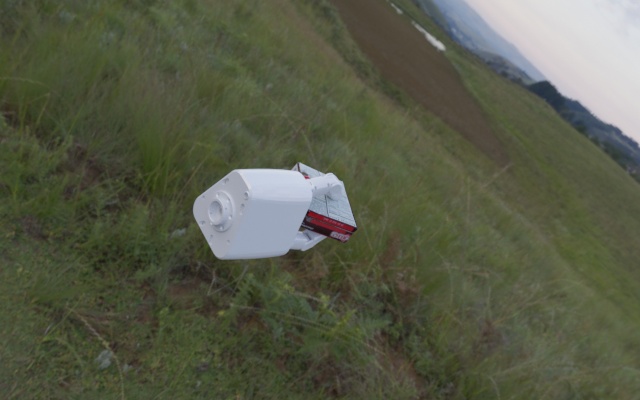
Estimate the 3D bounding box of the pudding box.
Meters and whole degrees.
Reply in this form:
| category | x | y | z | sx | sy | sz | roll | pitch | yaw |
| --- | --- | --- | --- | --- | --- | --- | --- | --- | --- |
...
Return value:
| category | x | y | z | sx | sy | sz | roll | pitch | yaw |
| --- | --- | --- | --- | --- | --- | --- | --- | --- | --- |
| pudding box | 0.000 | 0.002 | 0.708 | 0.090 | 0.113 | 0.039 | 23 | -55 | -28 |
